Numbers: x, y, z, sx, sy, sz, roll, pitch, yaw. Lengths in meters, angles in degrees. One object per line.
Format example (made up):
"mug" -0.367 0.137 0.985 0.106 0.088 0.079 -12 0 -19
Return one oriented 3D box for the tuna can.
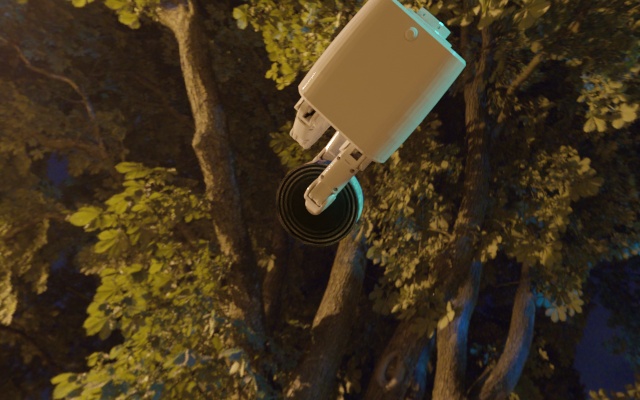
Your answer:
"tuna can" 0.000 0.002 0.490 0.086 0.086 0.033 0 13 15
